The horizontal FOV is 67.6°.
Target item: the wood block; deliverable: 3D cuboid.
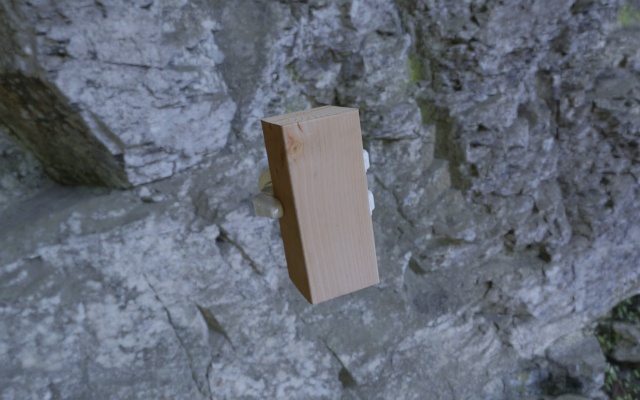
[{"bbox_3d":[0.000,0.002,0.560,0.091,0.206,0.090,-15,18,-18],"label":"wood block"}]
